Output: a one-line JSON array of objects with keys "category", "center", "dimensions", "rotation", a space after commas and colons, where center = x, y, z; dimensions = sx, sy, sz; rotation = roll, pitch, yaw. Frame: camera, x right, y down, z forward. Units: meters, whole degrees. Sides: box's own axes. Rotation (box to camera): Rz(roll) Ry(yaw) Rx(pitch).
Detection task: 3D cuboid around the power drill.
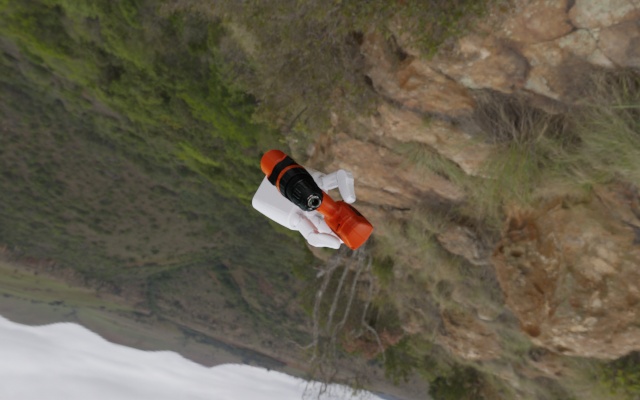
[{"category": "power drill", "center": [0.000, 0.003, 0.753], "dimensions": [0.188, 0.057, 0.184], "rotation": [40, 4, -34]}]
